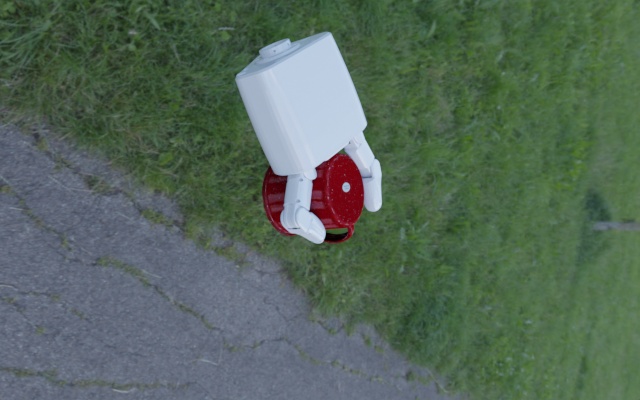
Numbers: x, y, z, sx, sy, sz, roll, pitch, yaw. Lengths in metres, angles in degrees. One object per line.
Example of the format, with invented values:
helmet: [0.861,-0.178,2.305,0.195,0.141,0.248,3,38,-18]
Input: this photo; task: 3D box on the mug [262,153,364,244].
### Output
mug: [0.001,0.003,0.539,0.081,0.117,0.093,-5,32,34]
